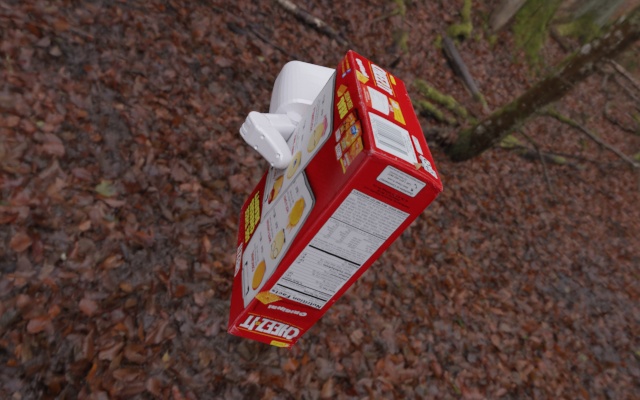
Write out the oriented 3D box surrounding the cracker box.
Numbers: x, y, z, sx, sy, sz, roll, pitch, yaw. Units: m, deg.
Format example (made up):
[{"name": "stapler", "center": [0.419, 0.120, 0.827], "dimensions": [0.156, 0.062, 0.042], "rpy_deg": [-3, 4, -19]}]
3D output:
[{"name": "cracker box", "center": [0.000, 0.001, 0.419], "dimensions": [0.072, 0.214, 0.164], "rpy_deg": [24, 34, -21]}]
